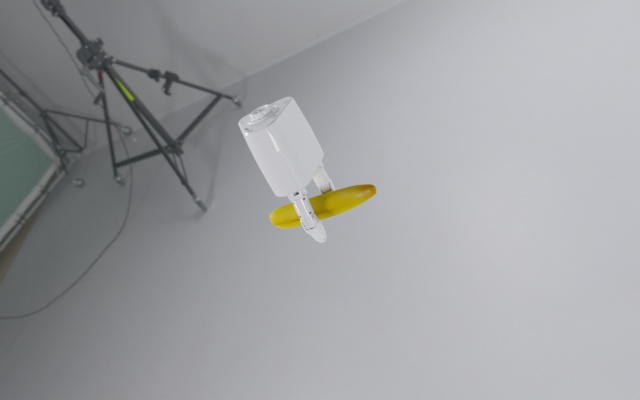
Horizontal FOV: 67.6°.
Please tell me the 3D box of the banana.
[{"bbox_3d":[-0.011,0.010,0.739,0.198,0.037,0.069,-15,15,32],"label":"banana"}]
